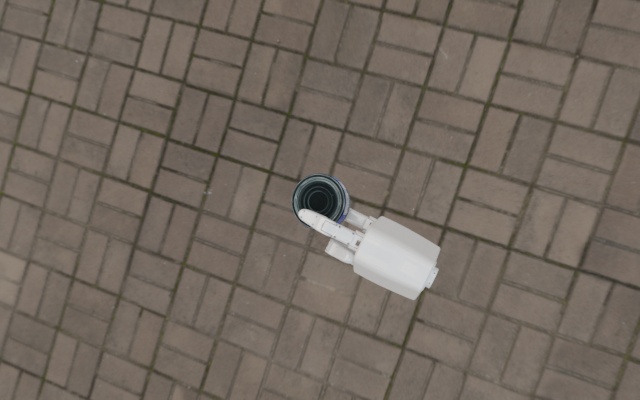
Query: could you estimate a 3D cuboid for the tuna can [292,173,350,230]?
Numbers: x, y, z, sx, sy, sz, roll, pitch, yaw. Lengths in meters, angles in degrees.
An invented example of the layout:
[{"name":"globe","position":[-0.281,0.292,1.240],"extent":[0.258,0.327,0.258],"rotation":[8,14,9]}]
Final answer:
[{"name":"tuna can","position":[0.000,0.002,0.722],"extent":[0.086,0.086,0.034],"rotation":[0,-3,16]}]
